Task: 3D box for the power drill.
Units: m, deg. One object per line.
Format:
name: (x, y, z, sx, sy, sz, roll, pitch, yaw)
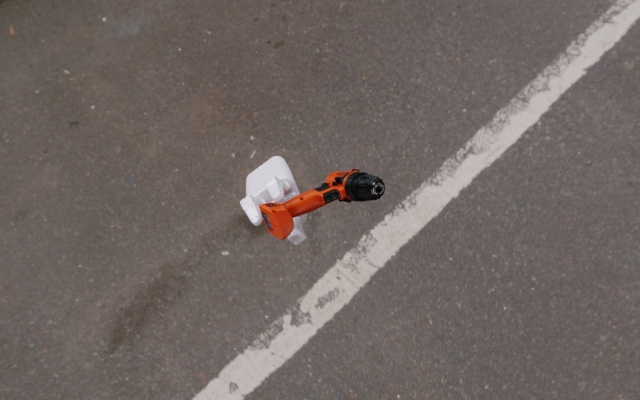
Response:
power drill: (0.000, 0.003, 0.809, 0.187, 0.057, 0.184, -23, 10, -17)
